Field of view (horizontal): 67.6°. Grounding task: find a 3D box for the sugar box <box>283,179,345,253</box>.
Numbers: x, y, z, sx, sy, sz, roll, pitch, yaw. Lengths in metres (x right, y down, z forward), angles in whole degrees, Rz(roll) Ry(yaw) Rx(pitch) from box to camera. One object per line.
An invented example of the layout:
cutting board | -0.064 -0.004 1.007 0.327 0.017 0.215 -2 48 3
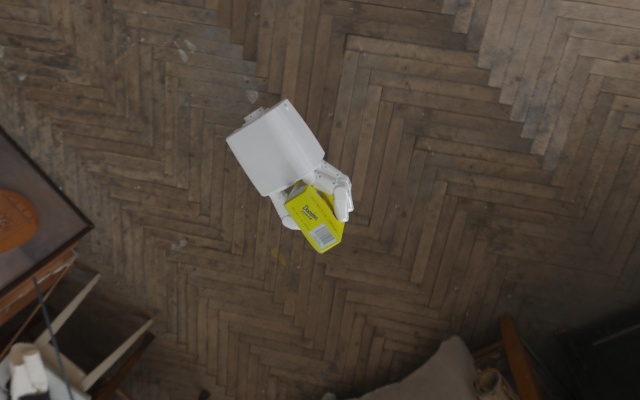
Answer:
sugar box | 0.000 0.002 0.755 0.048 0.093 0.176 -31 14 20
